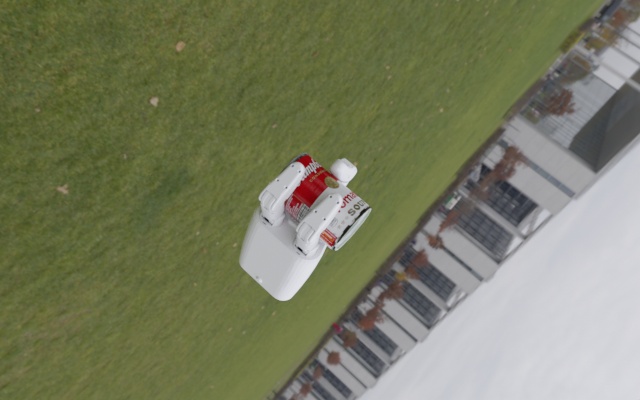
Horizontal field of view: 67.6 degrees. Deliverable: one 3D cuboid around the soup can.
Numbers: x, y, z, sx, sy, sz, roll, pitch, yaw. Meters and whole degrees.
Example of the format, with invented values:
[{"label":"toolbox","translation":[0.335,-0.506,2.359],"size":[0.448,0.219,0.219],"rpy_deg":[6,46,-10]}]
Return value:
[{"label":"soup can","translation":[0.001,0.002,0.561],"size":[0.102,0.068,0.068],"rpy_deg":[41,10,11]}]
